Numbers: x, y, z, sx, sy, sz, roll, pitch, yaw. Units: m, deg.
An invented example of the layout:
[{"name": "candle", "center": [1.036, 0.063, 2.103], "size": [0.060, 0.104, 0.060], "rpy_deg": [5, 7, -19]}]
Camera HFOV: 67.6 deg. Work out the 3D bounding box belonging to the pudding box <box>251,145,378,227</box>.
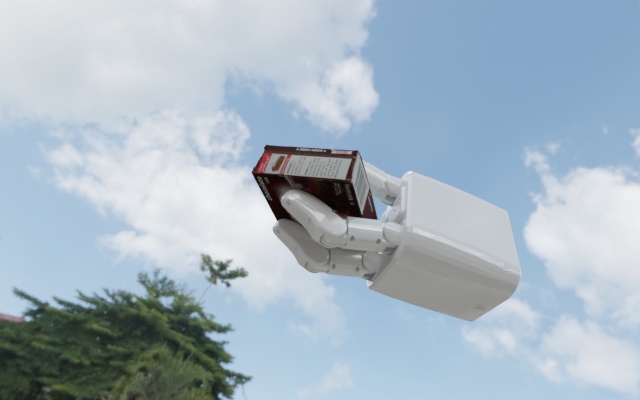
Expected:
[{"name": "pudding box", "center": [0.000, 0.001, 0.433], "size": [0.090, 0.039, 0.114], "rpy_deg": [5, -38, 20]}]
